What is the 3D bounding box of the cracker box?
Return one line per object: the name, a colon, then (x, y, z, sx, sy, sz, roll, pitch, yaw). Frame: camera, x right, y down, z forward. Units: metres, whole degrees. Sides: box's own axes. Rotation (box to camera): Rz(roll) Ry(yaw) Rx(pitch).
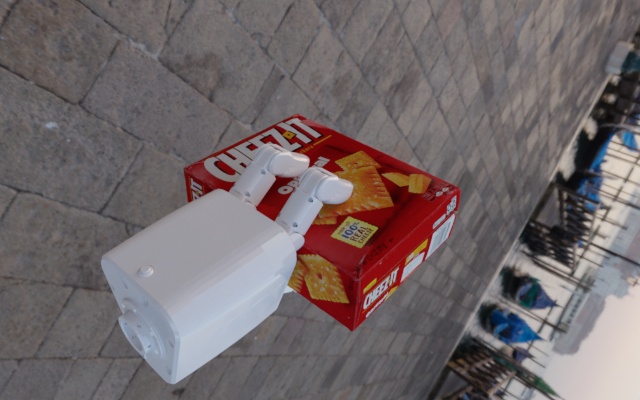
cracker box: (0.000, 0.002, 0.462, 0.213, 0.072, 0.164, 30, 44, 30)
